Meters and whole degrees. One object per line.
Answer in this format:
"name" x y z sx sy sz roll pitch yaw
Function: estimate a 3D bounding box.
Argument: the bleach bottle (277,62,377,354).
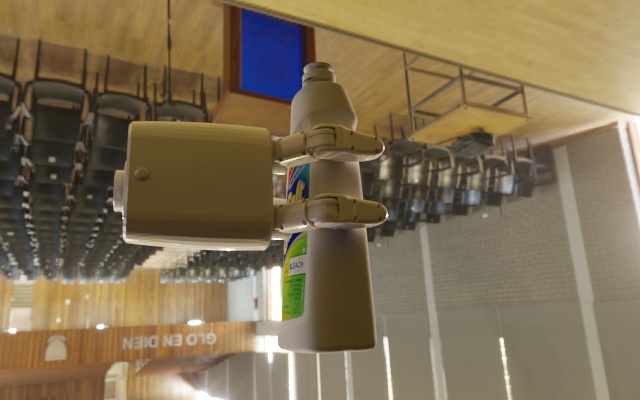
"bleach bottle" 0.000 0.001 0.422 0.068 0.250 0.102 3 -15 -20
